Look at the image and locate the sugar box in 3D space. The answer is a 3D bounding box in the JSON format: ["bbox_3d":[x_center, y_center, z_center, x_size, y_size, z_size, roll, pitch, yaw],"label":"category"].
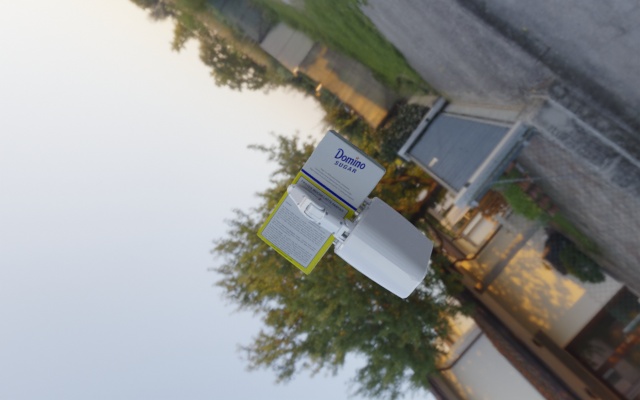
[{"bbox_3d":[0.000,0.002,0.645,0.093,0.176,0.048,37,11,3],"label":"sugar box"}]
